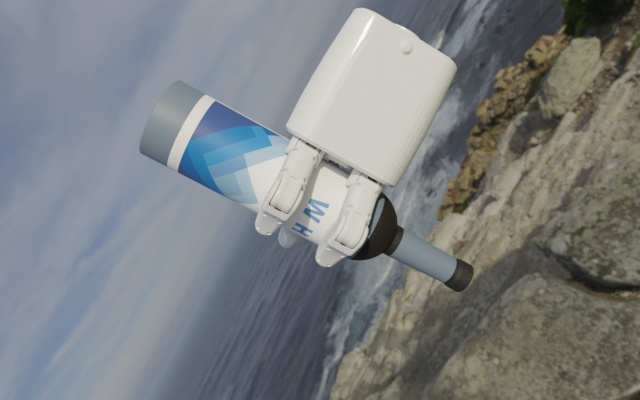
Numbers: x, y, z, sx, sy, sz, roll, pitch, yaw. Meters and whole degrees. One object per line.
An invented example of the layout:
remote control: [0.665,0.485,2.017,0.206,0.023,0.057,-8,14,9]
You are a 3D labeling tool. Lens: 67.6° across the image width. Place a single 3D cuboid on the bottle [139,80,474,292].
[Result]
bottle: [0.000,0.001,0.404,0.296,0.069,0.069,28,-5,-9]
